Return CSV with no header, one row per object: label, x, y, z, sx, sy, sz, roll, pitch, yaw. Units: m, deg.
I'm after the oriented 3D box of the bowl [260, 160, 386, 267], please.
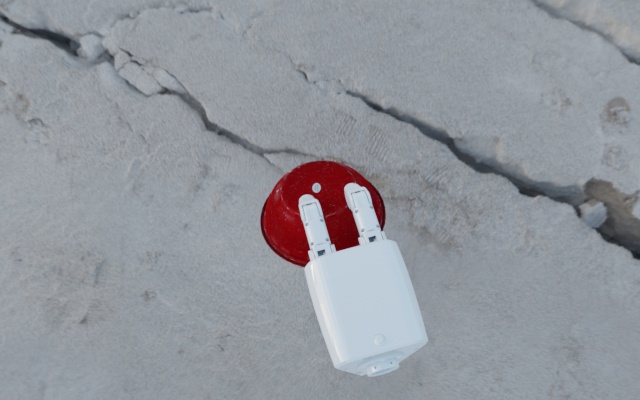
bowl,-0.001,0.001,0.594,0.162,0.162,0.055,0,-39,7
